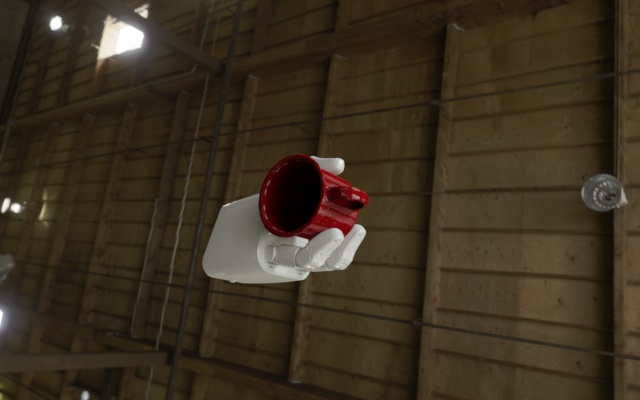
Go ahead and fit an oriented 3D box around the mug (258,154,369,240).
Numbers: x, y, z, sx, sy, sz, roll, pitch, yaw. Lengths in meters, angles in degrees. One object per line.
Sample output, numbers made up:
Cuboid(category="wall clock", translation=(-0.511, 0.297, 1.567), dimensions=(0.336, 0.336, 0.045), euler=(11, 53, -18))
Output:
Cuboid(category="mug", translation=(0.001, 0.002, 0.538), dimensions=(0.117, 0.093, 0.081), euler=(-11, -20, 35))
